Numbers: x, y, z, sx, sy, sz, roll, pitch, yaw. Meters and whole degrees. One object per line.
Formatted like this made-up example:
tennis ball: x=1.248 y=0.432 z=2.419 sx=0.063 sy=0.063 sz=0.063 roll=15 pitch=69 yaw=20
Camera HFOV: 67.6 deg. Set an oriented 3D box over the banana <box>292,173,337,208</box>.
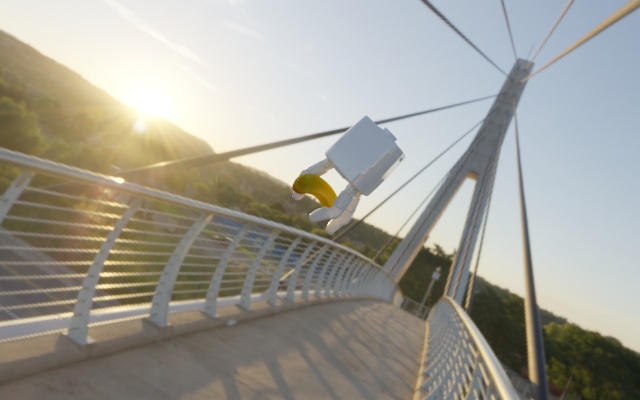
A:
banana: x=-0.002 y=-0.012 z=0.889 sx=0.037 sy=0.069 sz=0.198 roll=-22 pitch=-31 yaw=17
